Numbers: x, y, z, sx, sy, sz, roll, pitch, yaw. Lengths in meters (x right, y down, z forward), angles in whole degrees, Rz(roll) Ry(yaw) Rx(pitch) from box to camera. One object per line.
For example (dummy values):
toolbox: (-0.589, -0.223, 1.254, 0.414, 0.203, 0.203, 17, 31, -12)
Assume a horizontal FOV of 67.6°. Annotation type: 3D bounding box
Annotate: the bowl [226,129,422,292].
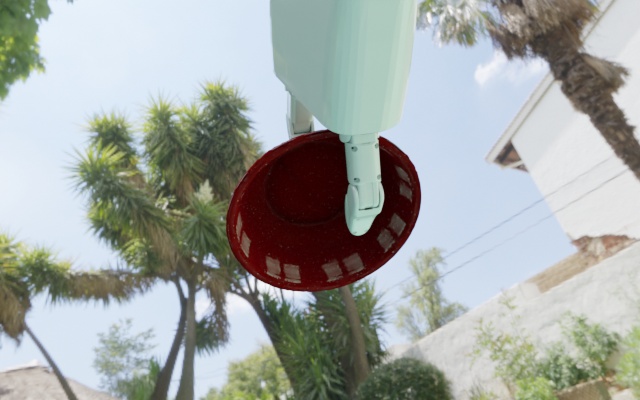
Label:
bowl: (0.000, 0.002, 0.406, 0.162, 0.162, 0.055, 0, 34, -16)
